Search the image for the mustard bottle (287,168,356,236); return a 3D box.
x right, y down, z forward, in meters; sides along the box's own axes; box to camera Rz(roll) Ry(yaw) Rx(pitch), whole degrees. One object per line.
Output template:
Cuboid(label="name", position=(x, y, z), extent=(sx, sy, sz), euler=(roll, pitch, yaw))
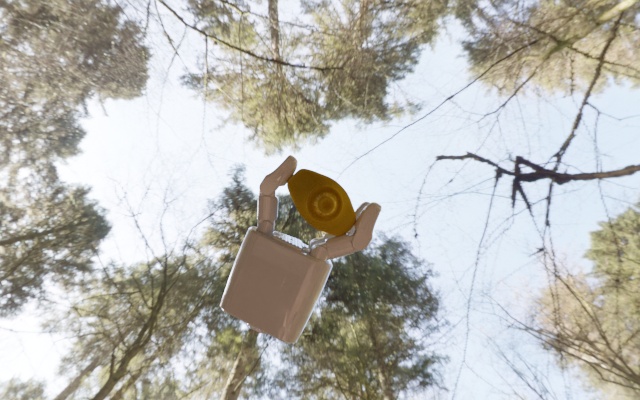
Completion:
Cuboid(label="mustard bottle", position=(0.000, 0.002, 0.597), extent=(0.058, 0.096, 0.191), euler=(-44, 3, -1))
